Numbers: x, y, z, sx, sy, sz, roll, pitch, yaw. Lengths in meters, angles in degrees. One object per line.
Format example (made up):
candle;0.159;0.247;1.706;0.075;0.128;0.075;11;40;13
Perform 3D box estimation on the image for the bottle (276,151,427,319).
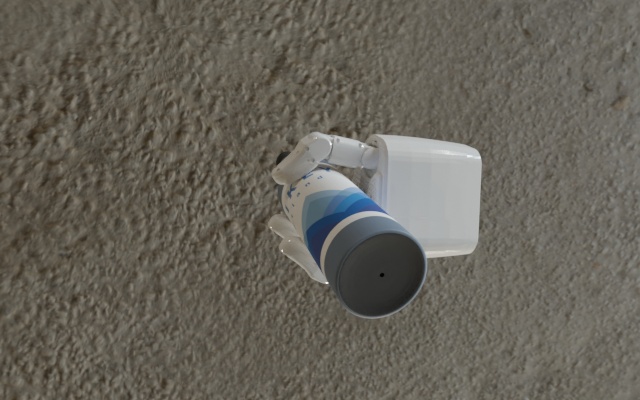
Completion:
bottle;0.000;0.002;0.448;0.069;0.069;0.295;0;19;-17
